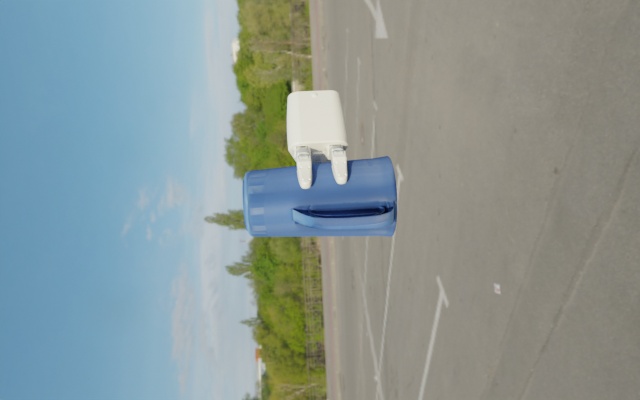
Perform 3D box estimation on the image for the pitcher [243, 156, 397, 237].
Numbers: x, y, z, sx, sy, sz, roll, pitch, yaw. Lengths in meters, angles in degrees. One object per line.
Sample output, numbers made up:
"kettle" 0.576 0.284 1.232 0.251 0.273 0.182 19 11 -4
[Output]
"pitcher" 0.000 0.002 0.772 0.243 0.145 0.149 -3 -23 -3
